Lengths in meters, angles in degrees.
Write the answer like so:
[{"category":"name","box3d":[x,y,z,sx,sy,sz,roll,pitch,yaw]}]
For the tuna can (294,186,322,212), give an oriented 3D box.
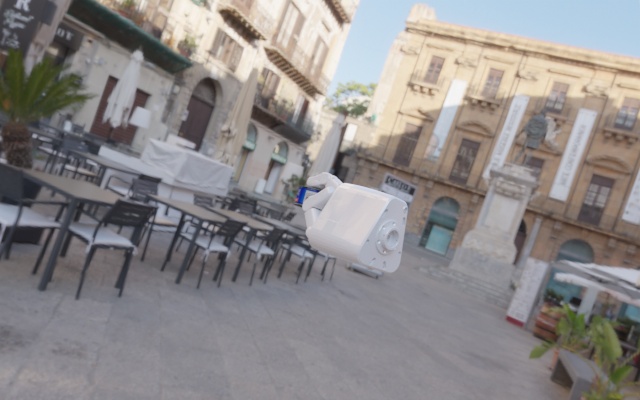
[{"category":"tuna can","box3d":[0.000,0.002,0.815,0.086,0.034,0.086,16,-4,1]}]
